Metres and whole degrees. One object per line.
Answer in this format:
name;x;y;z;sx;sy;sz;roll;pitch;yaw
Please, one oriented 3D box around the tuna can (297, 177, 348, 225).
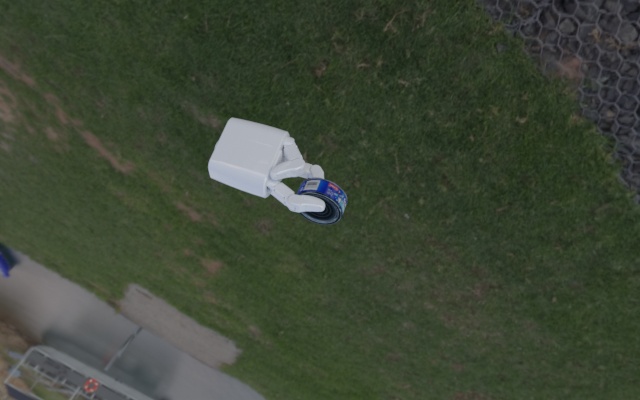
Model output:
tuna can;0.000;0.003;0.806;0.086;0.033;0.086;14;-38;11
